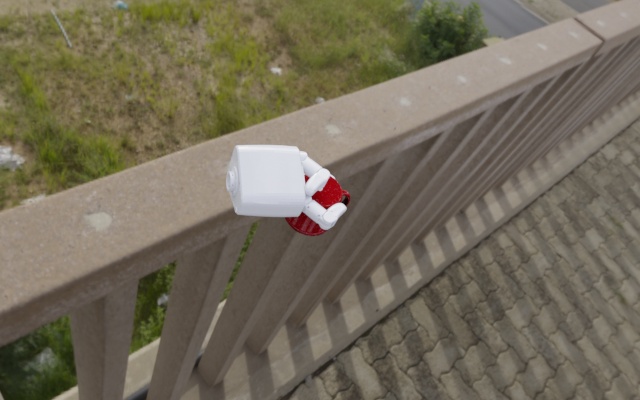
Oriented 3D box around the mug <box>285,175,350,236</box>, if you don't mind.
[{"bbox_3d":[0.002,0.003,0.854,0.117,0.093,0.081,-1,-37,-25],"label":"mug"}]
